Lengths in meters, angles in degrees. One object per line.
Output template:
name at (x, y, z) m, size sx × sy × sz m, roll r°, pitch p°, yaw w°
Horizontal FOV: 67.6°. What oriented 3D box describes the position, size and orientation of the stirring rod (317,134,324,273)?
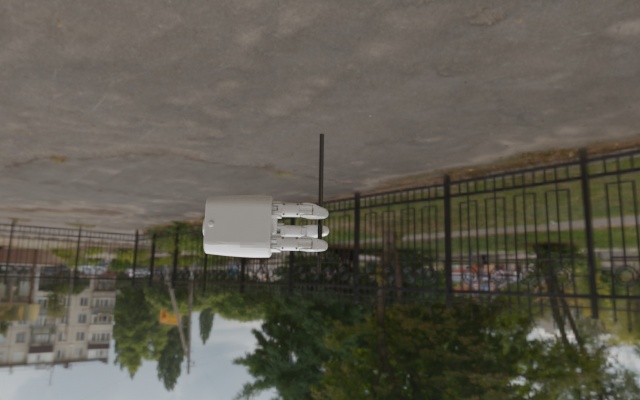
stirring rod at (0.000, 0.003, 0.814) m, size 0.011 × 0.239 × 0.011 m, roll 1°, pitch -10°, yaw 0°
